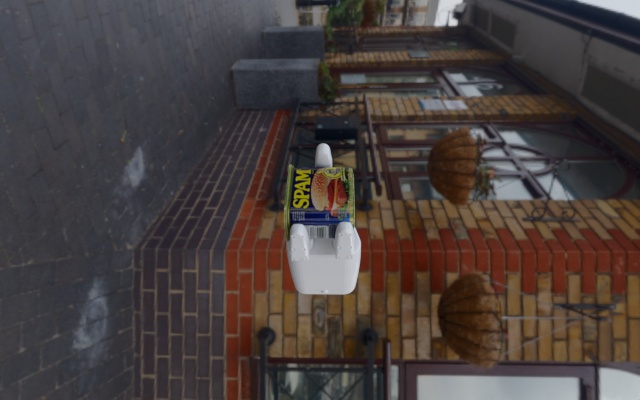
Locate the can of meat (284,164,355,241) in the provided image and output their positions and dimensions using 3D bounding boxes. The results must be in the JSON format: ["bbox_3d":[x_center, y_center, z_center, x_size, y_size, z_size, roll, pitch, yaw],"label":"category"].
[{"bbox_3d":[0.000,0.002,0.604,0.084,0.102,0.057,0,-45,2],"label":"can of meat"}]
